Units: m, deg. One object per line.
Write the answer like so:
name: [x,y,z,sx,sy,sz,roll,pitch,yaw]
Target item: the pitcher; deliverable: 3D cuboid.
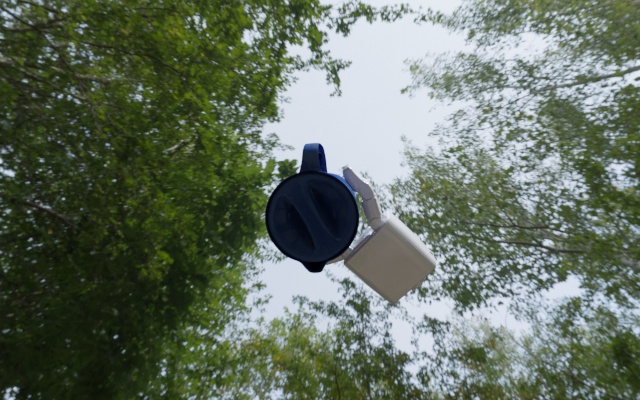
pitcher: [0.000,0.003,0.779,0.145,0.149,0.243,41,9,0]
